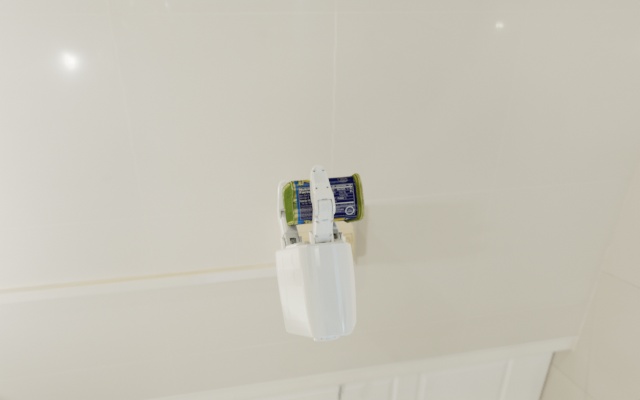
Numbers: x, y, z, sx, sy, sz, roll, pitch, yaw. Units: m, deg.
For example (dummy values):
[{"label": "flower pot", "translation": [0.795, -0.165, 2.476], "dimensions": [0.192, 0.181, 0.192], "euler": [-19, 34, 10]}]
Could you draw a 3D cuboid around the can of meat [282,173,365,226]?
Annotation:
[{"label": "can of meat", "translation": [0.000, 0.002, 0.594], "dimensions": [0.084, 0.057, 0.102], "euler": [-5, -4, -11]}]
